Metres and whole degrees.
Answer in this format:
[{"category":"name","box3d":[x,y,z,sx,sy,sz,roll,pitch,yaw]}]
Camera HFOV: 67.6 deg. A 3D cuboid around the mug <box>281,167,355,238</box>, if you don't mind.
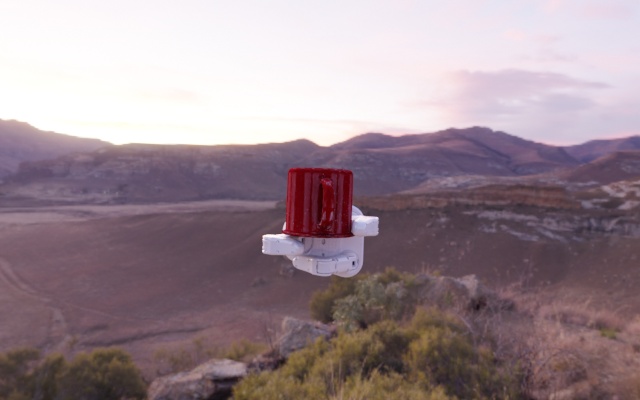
[{"category":"mug","box3d":[0.000,0.002,0.580,0.093,0.081,0.117,2,2,-6]}]
